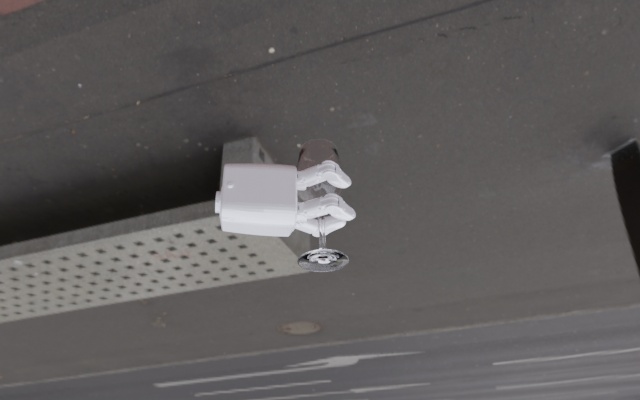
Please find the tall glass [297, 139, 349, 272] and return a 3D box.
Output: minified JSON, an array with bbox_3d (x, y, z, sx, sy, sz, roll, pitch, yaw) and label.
[{"bbox_3d":[0.000,0.003,0.734,0.079,0.201,0.079,-2,-31,-1],"label":"tall glass"}]
